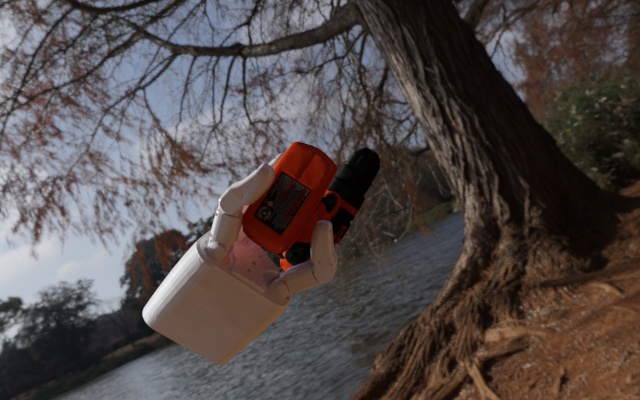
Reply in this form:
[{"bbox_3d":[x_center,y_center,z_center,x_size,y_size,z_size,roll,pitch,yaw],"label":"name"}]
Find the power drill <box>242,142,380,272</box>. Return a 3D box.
[{"bbox_3d":[0.000,0.002,0.524,0.057,0.184,0.188,31,-3,19],"label":"power drill"}]
